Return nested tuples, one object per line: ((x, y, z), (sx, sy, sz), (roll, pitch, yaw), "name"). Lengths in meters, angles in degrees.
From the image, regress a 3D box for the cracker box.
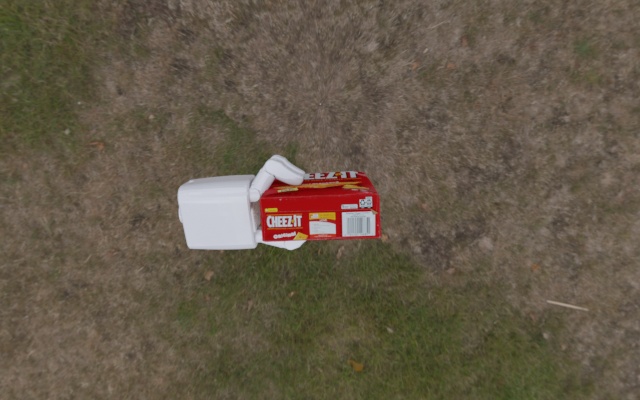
((0.000, 0.003, 0.743), (0.164, 0.072, 0.213), (-2, 11, 1), "cracker box")
